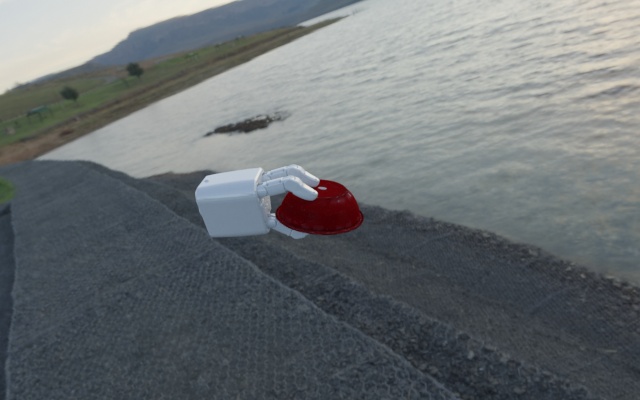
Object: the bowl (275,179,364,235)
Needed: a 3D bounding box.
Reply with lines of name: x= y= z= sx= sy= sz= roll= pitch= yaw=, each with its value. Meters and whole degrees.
bowl: x=0.001 y=0.002 z=0.859 sx=0.162 sy=0.055 sz=0.162 roll=4 pitch=22 yaw=-1
